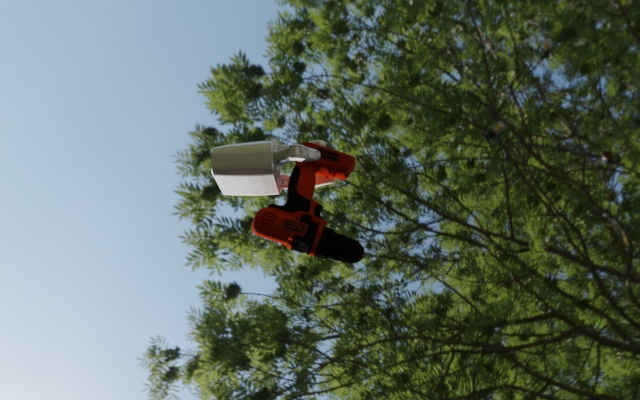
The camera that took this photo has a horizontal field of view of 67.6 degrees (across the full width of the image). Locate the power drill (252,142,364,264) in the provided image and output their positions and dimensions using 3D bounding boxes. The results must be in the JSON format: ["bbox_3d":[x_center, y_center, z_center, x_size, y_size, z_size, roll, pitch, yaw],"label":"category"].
[{"bbox_3d":[0.000,0.002,0.793,0.184,0.187,0.057,19,-30,0],"label":"power drill"}]
